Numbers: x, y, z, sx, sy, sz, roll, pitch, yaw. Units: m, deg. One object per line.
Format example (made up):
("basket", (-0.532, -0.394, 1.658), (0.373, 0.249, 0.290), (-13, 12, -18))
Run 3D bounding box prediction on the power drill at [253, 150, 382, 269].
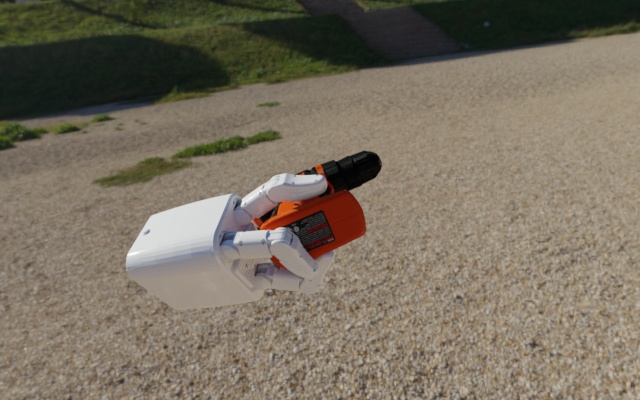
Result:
("power drill", (0.000, 0.002, 0.559), (0.184, 0.057, 0.187), (-25, 14, 2))
